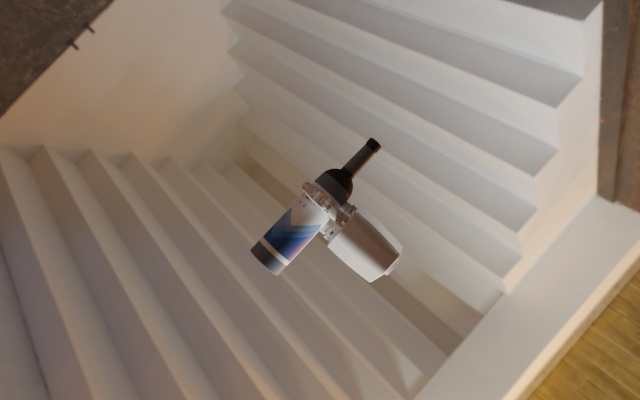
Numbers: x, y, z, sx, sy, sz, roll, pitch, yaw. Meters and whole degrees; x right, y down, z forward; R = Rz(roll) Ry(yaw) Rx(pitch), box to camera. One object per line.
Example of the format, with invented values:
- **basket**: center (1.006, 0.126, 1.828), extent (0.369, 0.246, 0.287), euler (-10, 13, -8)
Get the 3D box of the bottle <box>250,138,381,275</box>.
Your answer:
- **bottle**: center (0.000, 0.003, 0.852), extent (0.069, 0.295, 0.069), euler (43, -4, 4)
